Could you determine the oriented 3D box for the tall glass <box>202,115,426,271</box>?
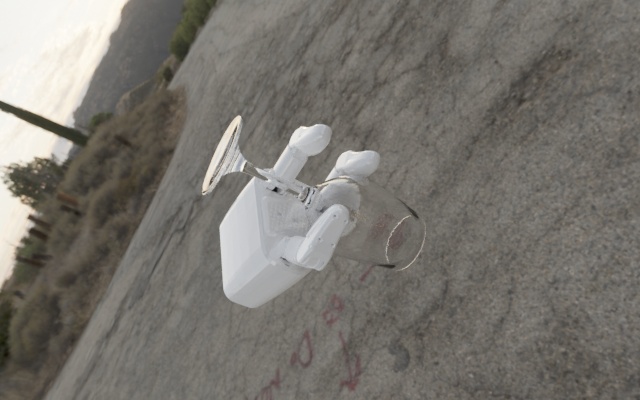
[{"bbox_3d":[0.000,0.001,0.437,0.201,0.079,0.079,25,-10,-21],"label":"tall glass"}]
